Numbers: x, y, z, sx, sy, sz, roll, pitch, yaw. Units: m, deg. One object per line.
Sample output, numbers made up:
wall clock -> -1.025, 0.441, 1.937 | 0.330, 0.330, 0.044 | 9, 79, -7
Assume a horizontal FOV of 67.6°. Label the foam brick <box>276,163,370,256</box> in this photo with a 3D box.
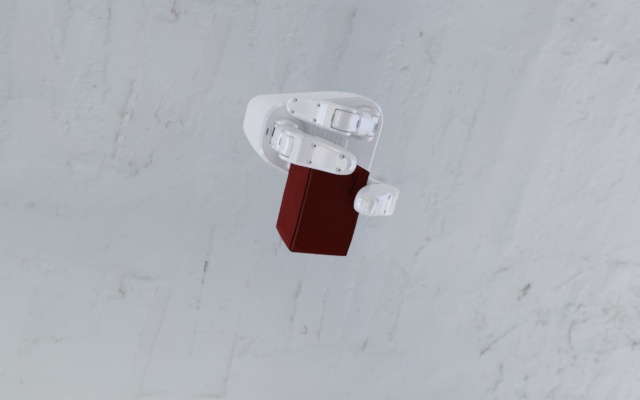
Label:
foam brick -> 0.000, 0.002, 0.405 | 0.053, 0.078, 0.051 | 10, 14, -23
